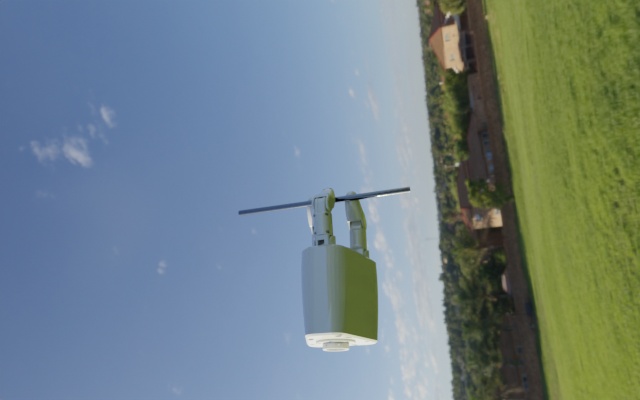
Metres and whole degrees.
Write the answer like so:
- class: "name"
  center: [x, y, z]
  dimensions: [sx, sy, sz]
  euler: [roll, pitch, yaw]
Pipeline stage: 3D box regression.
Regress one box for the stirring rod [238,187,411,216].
- class: "stirring rod"
  center: [0.000, 0.002, 0.645]
  dimensions: [0.239, 0.011, 0.011]
  euler: [-8, -2, 16]
